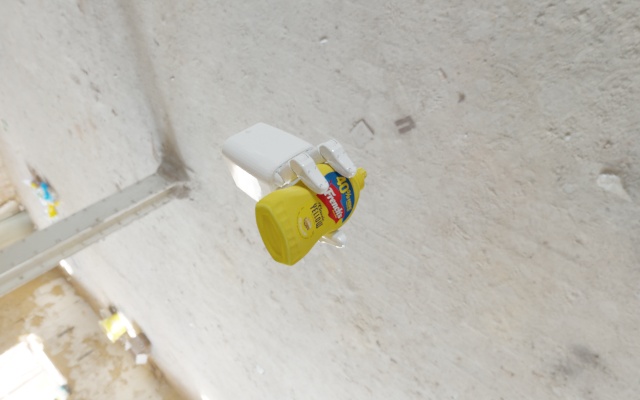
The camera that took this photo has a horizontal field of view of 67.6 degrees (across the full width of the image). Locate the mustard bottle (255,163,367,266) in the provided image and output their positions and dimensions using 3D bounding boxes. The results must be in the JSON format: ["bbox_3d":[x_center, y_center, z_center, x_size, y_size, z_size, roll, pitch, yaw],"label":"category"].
[{"bbox_3d":[0.000,0.002,0.664,0.058,0.096,0.191,7,33,45],"label":"mustard bottle"}]
